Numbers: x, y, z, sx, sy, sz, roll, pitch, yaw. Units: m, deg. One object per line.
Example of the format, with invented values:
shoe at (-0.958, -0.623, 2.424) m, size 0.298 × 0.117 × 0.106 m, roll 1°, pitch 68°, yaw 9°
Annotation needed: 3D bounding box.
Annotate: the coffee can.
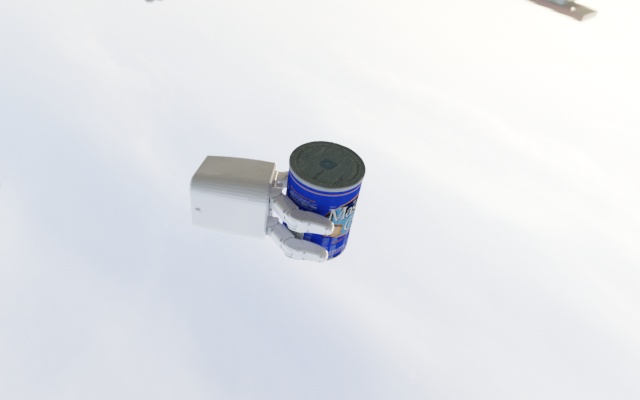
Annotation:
coffee can at (0.000, 0.002, 0.674) m, size 0.103 × 0.140 × 0.102 m, roll 6°, pitch 41°, yaw -5°
